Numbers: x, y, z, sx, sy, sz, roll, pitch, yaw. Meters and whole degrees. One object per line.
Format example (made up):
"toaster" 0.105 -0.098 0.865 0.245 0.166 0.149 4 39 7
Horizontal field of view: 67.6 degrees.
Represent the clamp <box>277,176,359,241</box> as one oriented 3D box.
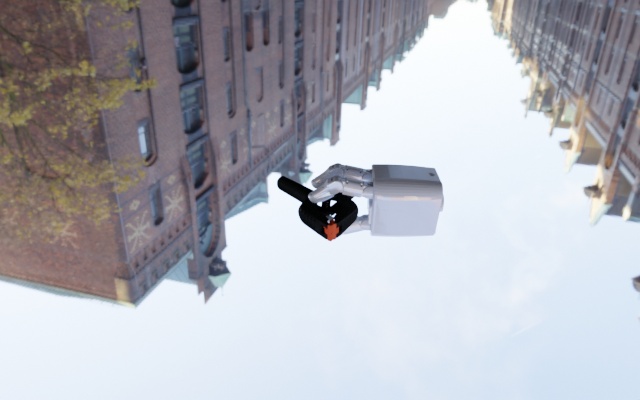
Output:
"clamp" 0.000 0.004 0.781 0.164 0.036 0.210 0 25 3
